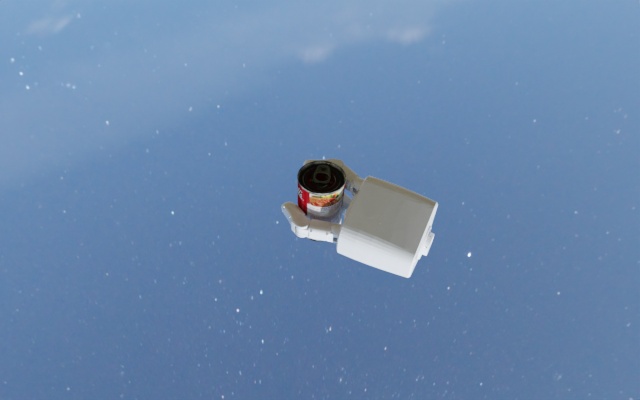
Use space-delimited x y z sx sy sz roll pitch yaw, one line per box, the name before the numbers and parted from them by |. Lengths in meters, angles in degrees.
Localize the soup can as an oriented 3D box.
soup can | 0.000 0.002 0.691 0.068 0.068 0.102 0 -44 -3
